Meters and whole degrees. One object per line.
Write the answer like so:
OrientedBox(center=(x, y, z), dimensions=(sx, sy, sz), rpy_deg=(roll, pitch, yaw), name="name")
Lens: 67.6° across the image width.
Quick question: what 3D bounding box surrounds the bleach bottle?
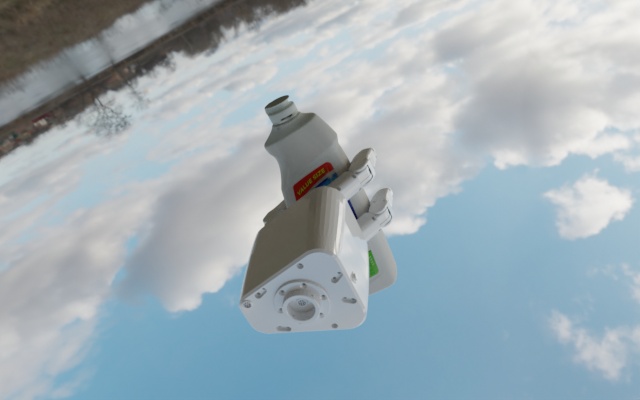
OrientedBox(center=(0.000, 0.002, 0.546), dimensions=(0.102, 0.251, 0.068), rpy_deg=(-21, 26, 14), name="bleach bottle")
